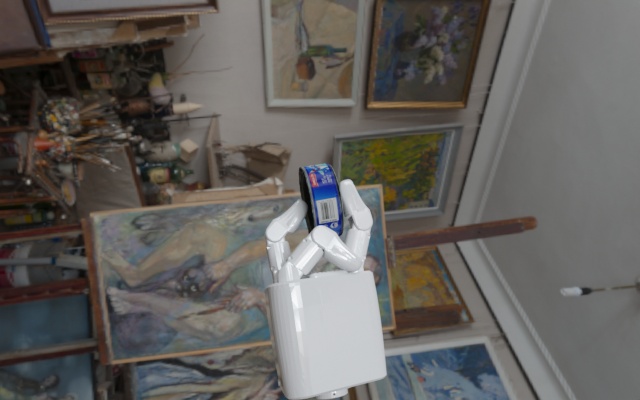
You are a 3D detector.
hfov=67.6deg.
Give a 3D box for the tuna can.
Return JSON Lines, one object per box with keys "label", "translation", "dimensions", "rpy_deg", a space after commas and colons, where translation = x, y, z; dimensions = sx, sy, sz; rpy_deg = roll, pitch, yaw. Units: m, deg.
{"label": "tuna can", "translation": [0.001, 0.002, 0.538], "dimensions": [0.034, 0.086, 0.086], "rpy_deg": [-10, 1, -9]}
